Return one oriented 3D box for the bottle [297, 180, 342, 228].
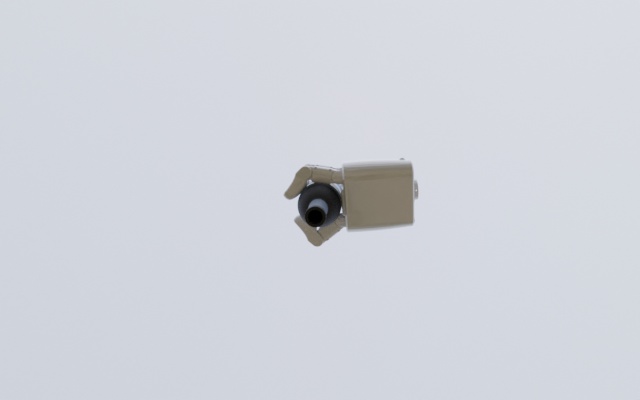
[{"bbox_3d":[0.000,0.002,0.751,0.069,0.069,0.295,0,7,3],"label":"bottle"}]
